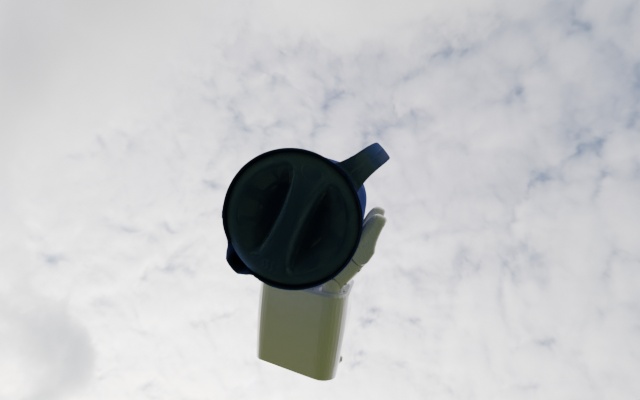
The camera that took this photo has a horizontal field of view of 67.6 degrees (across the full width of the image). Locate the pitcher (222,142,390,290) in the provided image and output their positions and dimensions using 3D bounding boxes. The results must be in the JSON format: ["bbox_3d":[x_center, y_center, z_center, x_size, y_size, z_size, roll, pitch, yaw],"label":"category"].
[{"bbox_3d":[0.000,0.002,0.549,0.149,0.145,0.243,7,7,9],"label":"pitcher"}]
